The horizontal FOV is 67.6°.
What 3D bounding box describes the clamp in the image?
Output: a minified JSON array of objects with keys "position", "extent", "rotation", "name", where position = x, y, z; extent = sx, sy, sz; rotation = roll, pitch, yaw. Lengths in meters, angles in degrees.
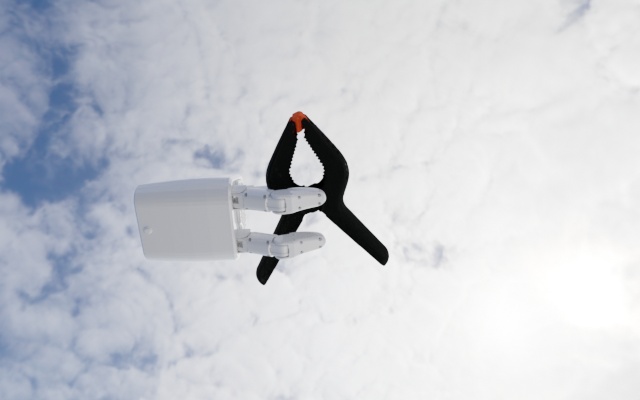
[{"position":[0.000,0.001,0.557],"extent":[0.164,0.210,0.036],"rotation":[-3,22,-4],"name":"clamp"}]
